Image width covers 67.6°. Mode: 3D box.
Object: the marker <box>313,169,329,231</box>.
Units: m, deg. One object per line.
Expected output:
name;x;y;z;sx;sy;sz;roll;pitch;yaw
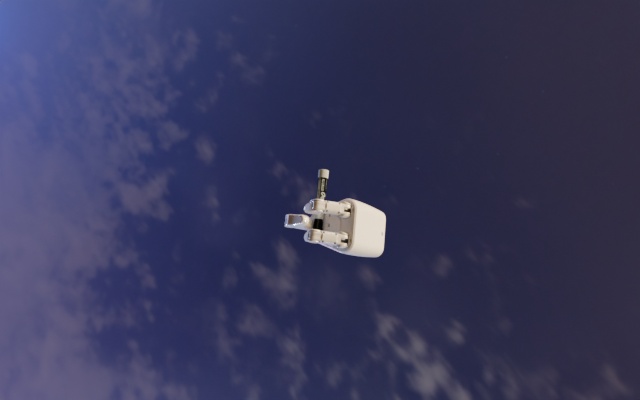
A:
marker;0.000;0.003;0.880;0.020;0.121;0.020;6;-10;1
